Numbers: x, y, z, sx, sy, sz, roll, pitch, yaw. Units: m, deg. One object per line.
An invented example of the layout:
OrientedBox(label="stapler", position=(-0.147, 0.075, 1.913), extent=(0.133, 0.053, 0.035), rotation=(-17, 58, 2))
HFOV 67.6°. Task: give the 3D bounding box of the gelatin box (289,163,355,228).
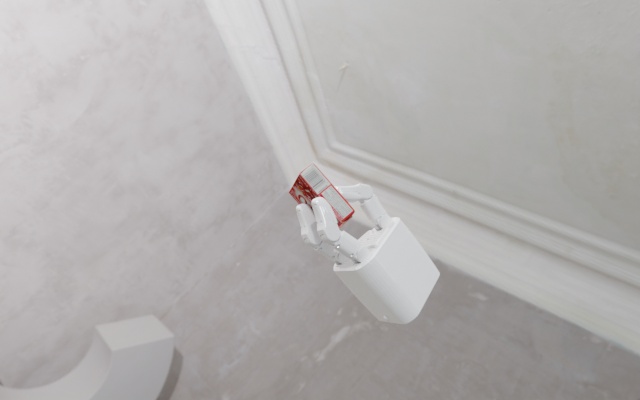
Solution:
OrientedBox(label="gelatin box", position=(0.000, 0.002, 0.657), extent=(0.030, 0.089, 0.073), rotation=(-39, -5, -23))
